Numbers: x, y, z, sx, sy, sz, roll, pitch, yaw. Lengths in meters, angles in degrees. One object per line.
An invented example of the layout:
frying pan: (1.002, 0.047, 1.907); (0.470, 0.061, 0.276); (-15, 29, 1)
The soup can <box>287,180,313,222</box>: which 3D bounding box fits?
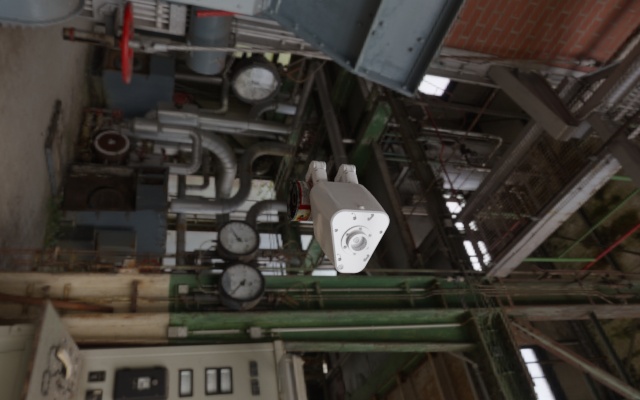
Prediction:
soup can: (0.000, 0.003, 0.814); (0.102, 0.068, 0.068); (3, -1, -19)
